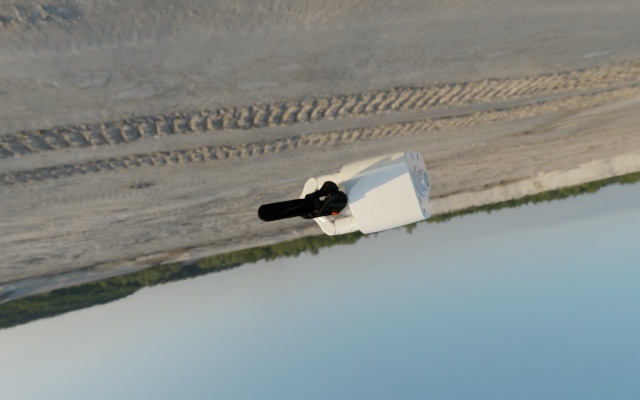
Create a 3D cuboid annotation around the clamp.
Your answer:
[{"bbox_3d":[0.000,0.003,0.703,0.120,0.039,0.171,-15,-5,29],"label":"clamp"}]
